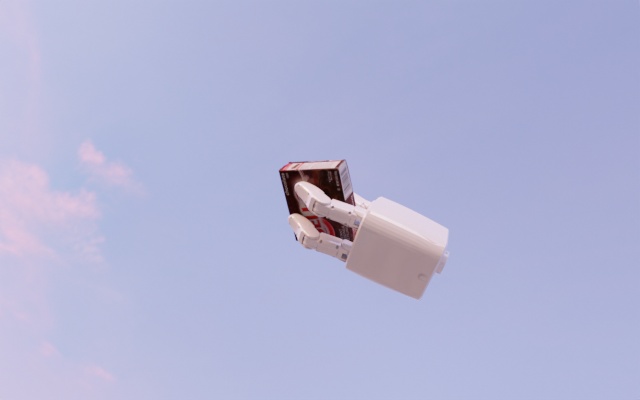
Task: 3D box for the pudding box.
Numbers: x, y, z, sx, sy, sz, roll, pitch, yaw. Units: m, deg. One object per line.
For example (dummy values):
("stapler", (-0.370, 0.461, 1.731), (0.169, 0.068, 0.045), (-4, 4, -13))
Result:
("pudding box", (0.000, 0.002, 0.653), (0.090, 0.113, 0.039), (-1, 23, 26))
